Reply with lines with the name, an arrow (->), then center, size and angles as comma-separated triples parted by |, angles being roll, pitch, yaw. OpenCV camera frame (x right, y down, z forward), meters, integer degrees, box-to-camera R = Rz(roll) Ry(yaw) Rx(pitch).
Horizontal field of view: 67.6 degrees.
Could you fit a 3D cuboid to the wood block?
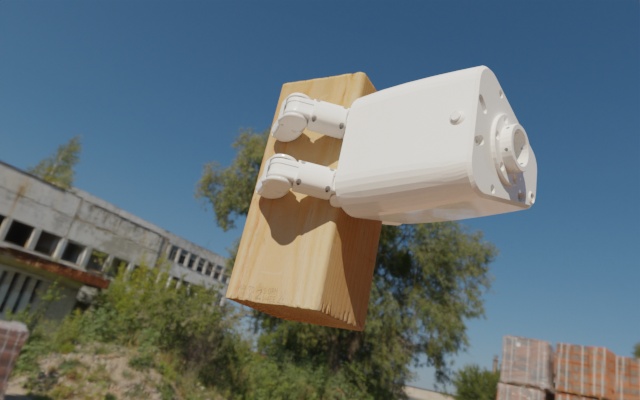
wood block -> 0.001, 0.001, 0.431 | 0.090, 0.206, 0.091 | 0, -24, 31
